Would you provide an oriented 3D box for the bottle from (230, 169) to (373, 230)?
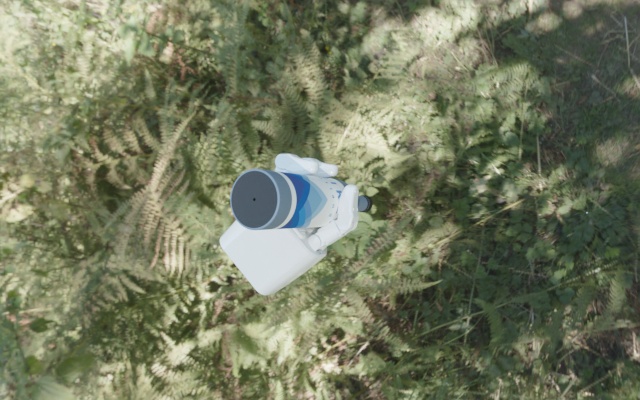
[{"bbox_3d":[0.000,0.002,0.641,0.069,0.069,0.296,0,-1,29],"label":"bottle"}]
